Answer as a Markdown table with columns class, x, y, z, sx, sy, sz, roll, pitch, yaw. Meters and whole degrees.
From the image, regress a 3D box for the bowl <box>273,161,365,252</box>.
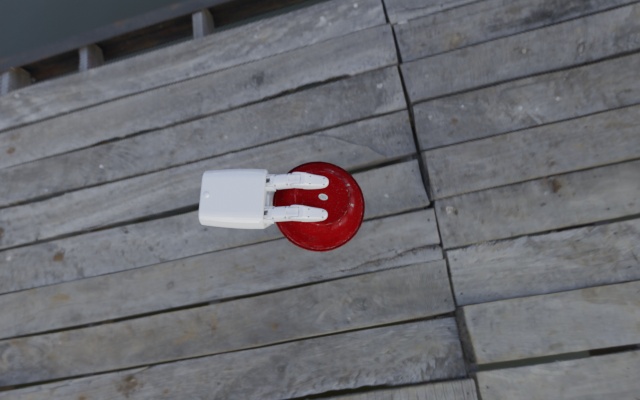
| class | x | y | z | sx | sy | sz | roll | pitch | yaw |
| --- | --- | --- | --- | --- | --- | --- | --- | --- | --- |
| bowl | 0.001 | 0.002 | 0.803 | 0.162 | 0.162 | 0.055 | 0 | -14 | -6 |
